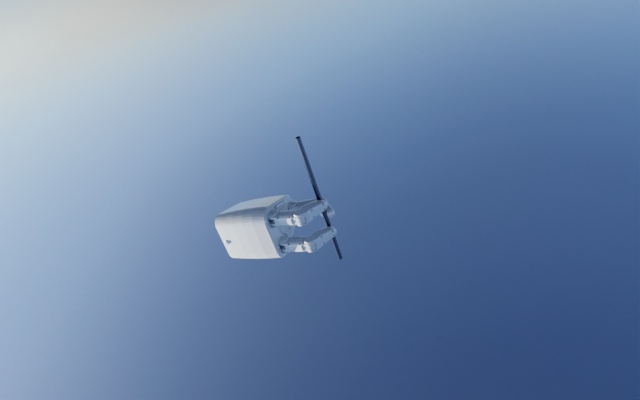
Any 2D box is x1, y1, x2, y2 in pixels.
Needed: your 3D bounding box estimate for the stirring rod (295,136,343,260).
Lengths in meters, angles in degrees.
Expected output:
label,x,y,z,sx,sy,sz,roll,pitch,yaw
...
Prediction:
label,x,y,z,sx,sy,sz,roll,pitch,yaw
stirring rod,0.000,0.003,0.796,0.011,0.240,0.011,-15,28,8
